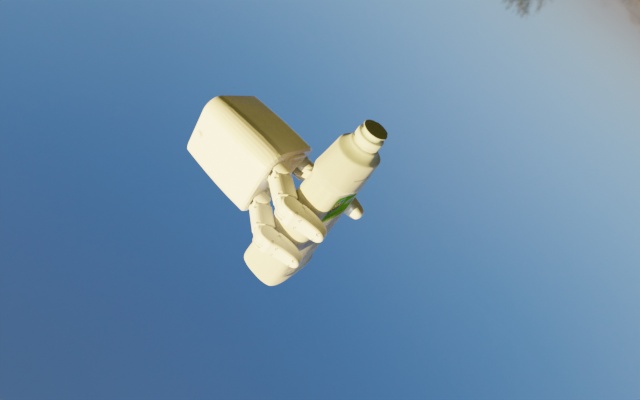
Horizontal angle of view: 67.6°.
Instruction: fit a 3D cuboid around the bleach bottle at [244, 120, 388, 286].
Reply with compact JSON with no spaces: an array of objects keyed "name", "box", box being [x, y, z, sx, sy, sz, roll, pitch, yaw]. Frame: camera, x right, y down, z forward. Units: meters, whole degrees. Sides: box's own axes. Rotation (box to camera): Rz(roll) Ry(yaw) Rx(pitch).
[{"name":"bleach bottle","box":[0.000,0.002,0.562,0.102,0.068,0.251,-33,-14,-49]}]
